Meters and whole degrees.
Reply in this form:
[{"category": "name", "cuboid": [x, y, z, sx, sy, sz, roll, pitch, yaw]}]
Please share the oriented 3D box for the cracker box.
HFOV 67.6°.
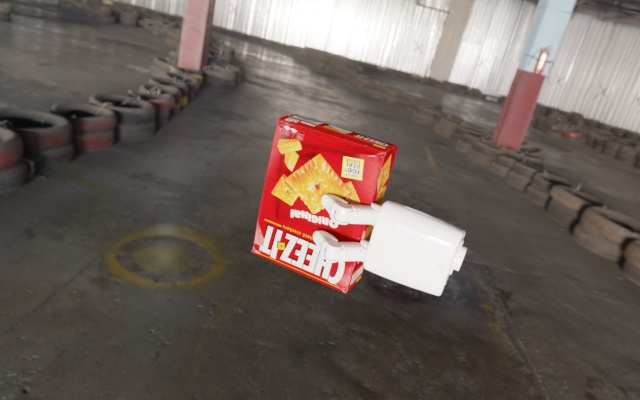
[{"category": "cracker box", "cuboid": [0.000, 0.002, 0.684, 0.164, 0.214, 0.072, 21, 21, 19]}]
